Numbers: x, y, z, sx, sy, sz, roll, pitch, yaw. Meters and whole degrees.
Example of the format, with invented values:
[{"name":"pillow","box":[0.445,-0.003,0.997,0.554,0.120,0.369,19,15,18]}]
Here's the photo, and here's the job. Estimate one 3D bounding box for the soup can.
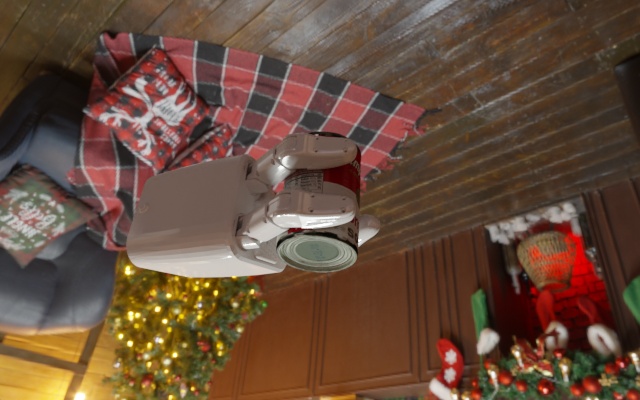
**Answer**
[{"name":"soup can","box":[0.001,0.002,0.407,0.068,0.102,0.068,3,-33,2]}]
